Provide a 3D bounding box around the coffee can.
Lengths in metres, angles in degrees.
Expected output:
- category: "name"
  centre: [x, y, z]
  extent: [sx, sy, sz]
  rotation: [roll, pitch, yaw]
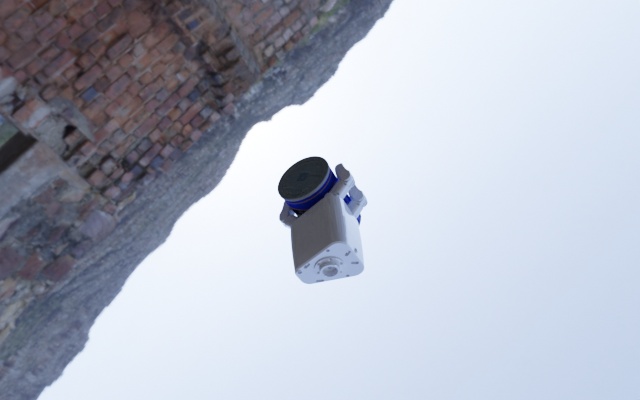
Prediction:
- category: "coffee can"
  centre: [0.000, 0.003, 0.878]
  extent: [0.103, 0.102, 0.140]
  rotation: [0, -40, 37]
